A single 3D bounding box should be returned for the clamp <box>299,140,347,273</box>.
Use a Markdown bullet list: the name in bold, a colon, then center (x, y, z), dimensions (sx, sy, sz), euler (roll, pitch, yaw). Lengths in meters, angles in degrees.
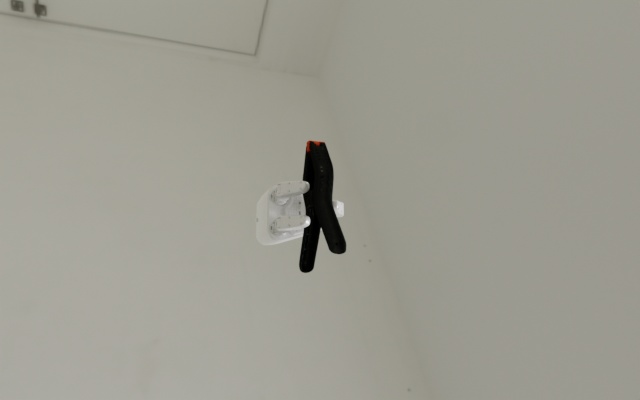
- **clamp**: center (0.001, 0.002, 0.738), dimensions (0.036, 0.210, 0.164), euler (4, -12, -20)
